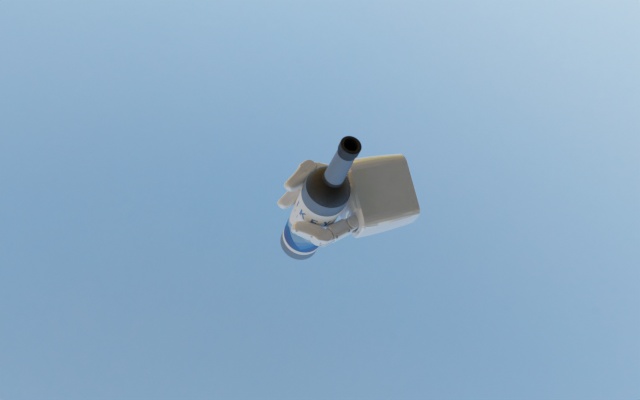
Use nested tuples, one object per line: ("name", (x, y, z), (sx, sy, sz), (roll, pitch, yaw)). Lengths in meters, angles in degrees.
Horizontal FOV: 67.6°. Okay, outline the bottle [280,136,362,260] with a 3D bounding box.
("bottle", (0.000, 0.002, 0.701), (0.069, 0.069, 0.296), (0, -28, -17))
